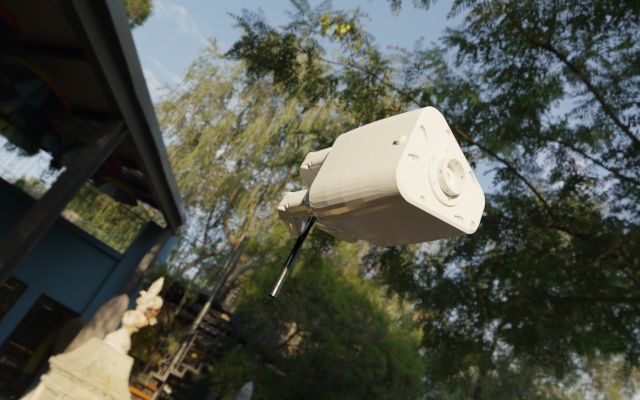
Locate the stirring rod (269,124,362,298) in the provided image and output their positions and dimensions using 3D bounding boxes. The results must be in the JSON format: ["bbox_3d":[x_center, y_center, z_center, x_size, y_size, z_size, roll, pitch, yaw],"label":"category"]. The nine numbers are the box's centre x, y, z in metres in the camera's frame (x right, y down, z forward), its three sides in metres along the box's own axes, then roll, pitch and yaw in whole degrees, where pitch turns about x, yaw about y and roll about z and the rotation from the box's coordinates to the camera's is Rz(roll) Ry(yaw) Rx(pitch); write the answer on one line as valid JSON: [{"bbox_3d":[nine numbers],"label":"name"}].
[{"bbox_3d":[0.000,0.002,0.533,0.011,0.239,0.011,21,-29,12],"label":"stirring rod"}]
